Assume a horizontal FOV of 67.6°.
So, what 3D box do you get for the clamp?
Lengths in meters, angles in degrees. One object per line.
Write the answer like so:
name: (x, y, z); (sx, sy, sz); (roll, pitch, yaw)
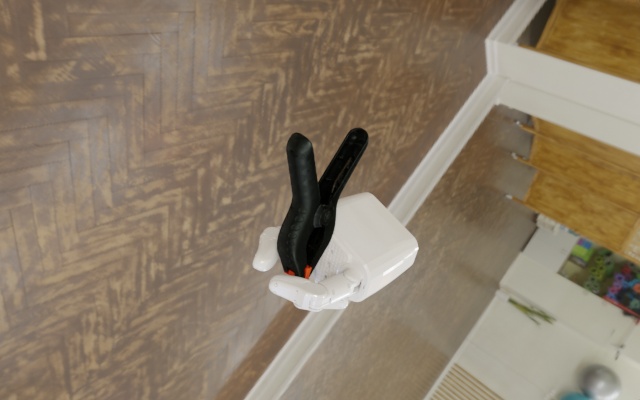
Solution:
clamp: (0.000, 0.002, 0.490); (0.039, 0.172, 0.120); (33, 36, 32)
